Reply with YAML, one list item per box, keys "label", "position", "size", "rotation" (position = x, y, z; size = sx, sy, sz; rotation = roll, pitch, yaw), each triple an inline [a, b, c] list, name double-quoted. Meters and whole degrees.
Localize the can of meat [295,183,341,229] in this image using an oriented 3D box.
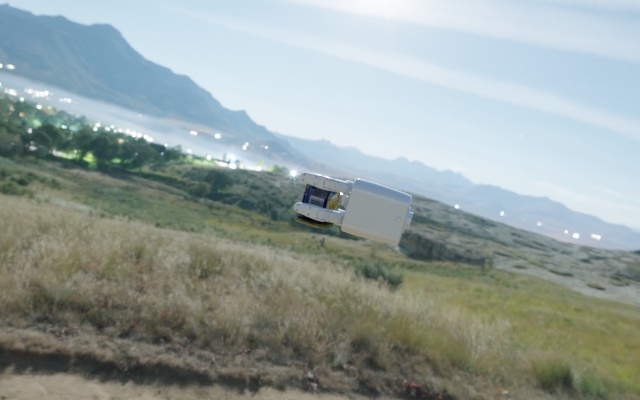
- label: "can of meat"
  position: [0.000, 0.003, 0.894]
  size: [0.057, 0.084, 0.102]
  rotation: [17, 5, 15]
